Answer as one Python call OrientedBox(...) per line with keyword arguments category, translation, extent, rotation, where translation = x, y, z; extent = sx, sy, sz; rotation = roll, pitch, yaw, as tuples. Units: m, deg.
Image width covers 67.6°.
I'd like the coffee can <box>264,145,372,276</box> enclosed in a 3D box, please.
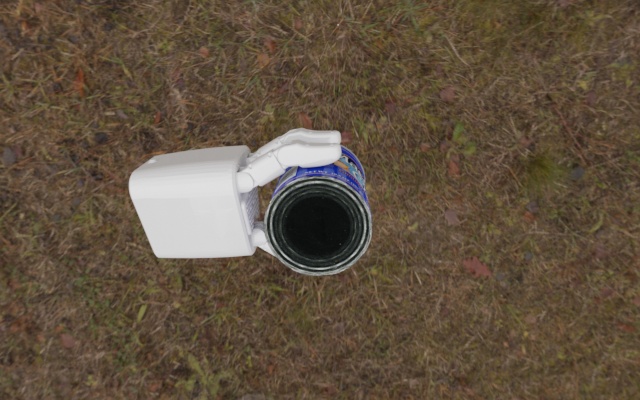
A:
OrientedBox(category="coffee can", translation=(0.000, 0.002, 0.511), extent=(0.103, 0.103, 0.140), rotation=(0, 20, 2))
